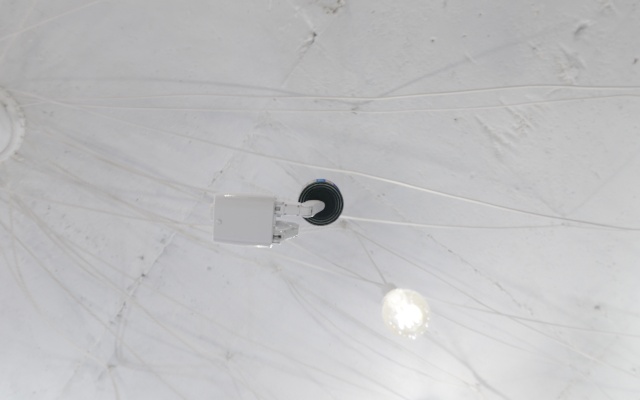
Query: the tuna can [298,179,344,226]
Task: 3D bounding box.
[{"bbox_3d":[0.000,0.003,0.899,0.086,0.086,0.033,0,14,-2],"label":"tuna can"}]
